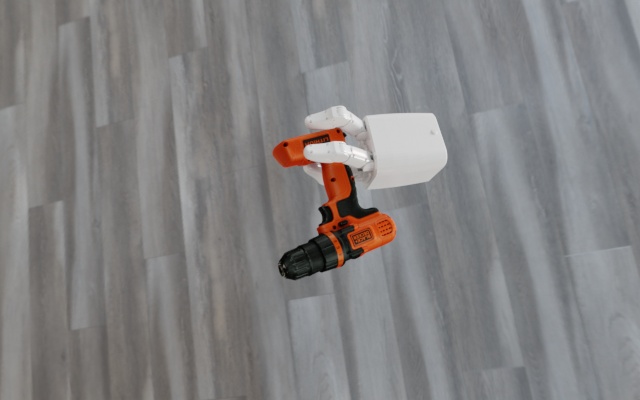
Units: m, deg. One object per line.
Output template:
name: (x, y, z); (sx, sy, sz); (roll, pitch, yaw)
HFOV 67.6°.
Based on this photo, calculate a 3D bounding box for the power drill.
power drill: (0.000, 0.002, 0.668); (0.184, 0.187, 0.057); (-19, -5, -28)
